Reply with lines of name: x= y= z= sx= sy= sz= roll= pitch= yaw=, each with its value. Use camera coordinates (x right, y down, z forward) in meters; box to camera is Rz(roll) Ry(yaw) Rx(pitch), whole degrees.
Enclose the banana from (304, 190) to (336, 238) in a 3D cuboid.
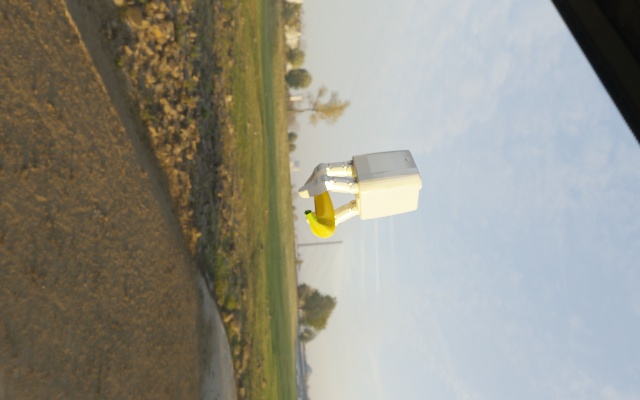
banana: x=0.004 y=0.021 z=0.830 sx=0.037 sy=0.070 sz=0.197 roll=-13 pitch=13 yaw=6
